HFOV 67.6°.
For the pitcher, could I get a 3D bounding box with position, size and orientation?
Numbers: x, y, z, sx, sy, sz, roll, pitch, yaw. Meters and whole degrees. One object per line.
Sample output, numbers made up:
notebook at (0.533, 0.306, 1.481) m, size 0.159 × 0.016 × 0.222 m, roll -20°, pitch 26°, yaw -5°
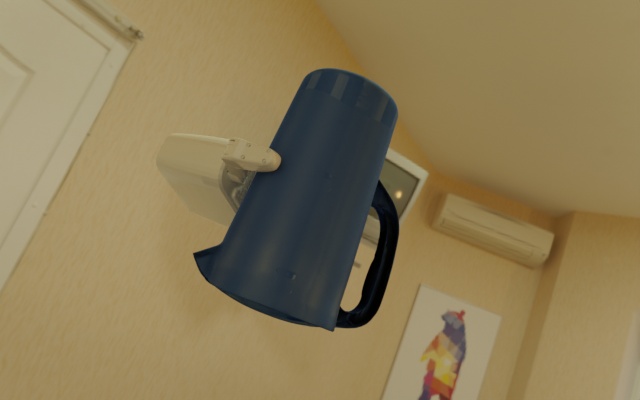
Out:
pitcher at (0.000, 0.002, 0.479) m, size 0.145 × 0.242 × 0.149 m, roll 14°, pitch -16°, yaw 31°
